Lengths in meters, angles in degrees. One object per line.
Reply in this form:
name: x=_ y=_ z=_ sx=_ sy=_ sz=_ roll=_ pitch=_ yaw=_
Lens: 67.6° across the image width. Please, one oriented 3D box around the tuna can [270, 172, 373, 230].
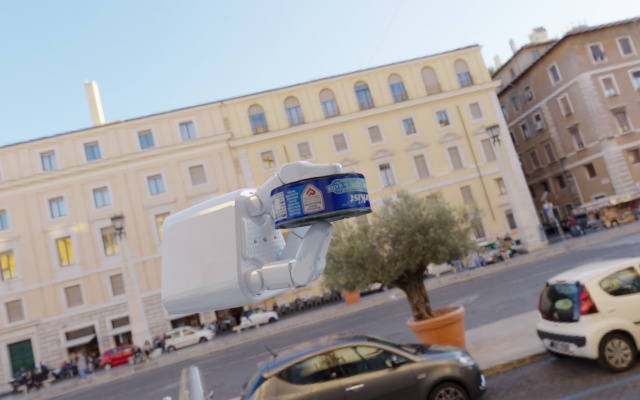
tuna can: x=0.000 y=0.001 z=0.415 sx=0.086 sy=0.033 sz=0.086 roll=-10 pitch=-6 yaw=-1
